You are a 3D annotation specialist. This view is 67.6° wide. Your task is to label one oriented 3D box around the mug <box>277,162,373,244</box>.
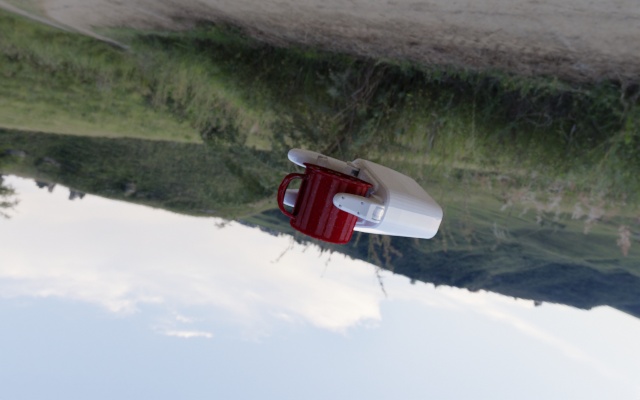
[{"bbox_3d":[-0.001,0.002,0.597,0.117,0.081,0.093,14,8,-31],"label":"mug"}]
